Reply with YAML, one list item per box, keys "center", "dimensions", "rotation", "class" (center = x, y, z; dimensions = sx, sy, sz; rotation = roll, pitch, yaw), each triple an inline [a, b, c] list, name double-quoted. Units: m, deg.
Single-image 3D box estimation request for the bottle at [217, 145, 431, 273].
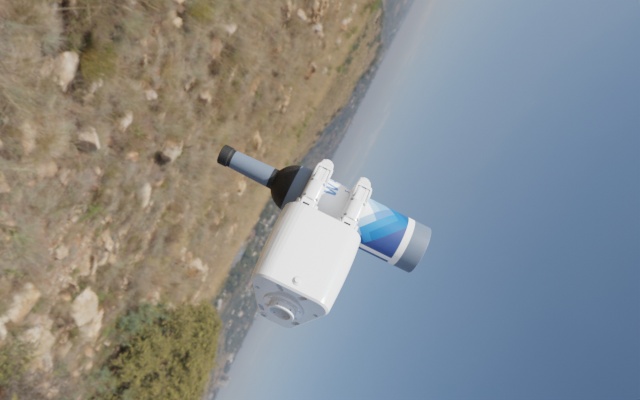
- center: [0.000, 0.002, 0.638]
  dimensions: [0.296, 0.069, 0.069]
  rotation: [26, 0, 0]
  class: "bottle"
